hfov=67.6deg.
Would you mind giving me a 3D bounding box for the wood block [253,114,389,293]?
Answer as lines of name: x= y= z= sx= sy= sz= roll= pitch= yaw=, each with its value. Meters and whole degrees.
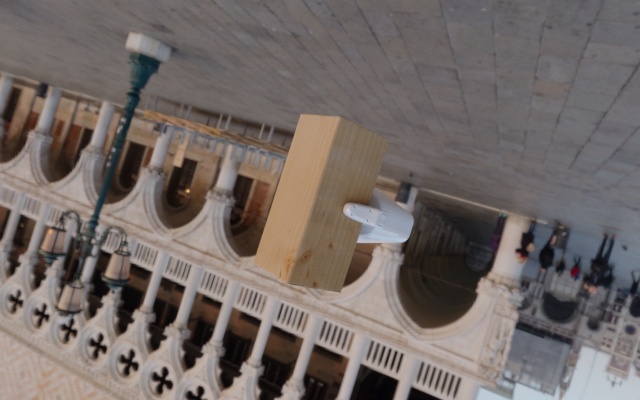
wood block: x=0.001 y=0.002 z=0.617 sx=0.090 sy=0.206 sz=0.091 roll=18 pitch=0 yaw=-38
